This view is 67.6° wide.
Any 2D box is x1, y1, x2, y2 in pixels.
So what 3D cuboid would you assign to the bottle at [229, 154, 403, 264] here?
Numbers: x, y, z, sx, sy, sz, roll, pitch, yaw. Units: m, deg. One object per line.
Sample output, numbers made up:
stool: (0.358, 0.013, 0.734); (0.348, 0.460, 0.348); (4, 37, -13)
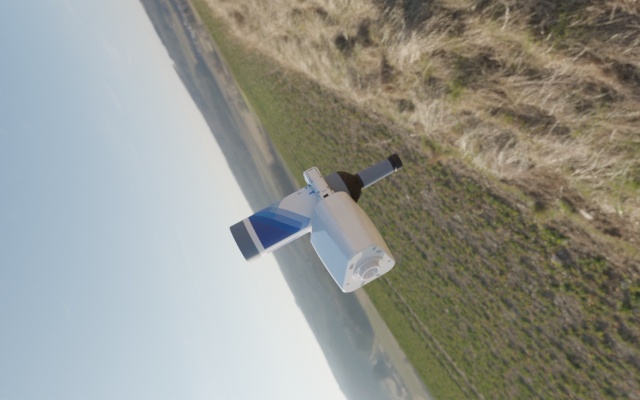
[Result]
bottle: (0.000, 0.003, 0.772); (0.295, 0.069, 0.069); (-28, 3, -7)
